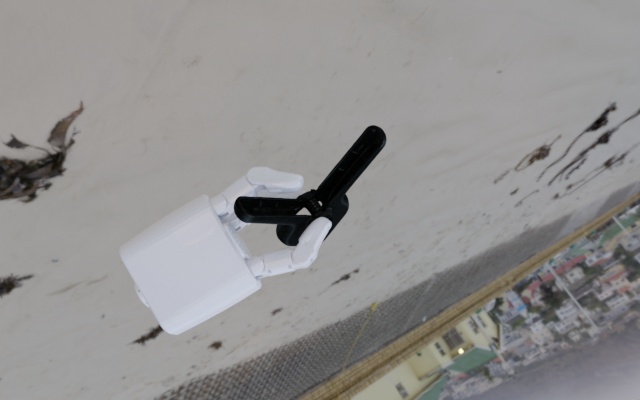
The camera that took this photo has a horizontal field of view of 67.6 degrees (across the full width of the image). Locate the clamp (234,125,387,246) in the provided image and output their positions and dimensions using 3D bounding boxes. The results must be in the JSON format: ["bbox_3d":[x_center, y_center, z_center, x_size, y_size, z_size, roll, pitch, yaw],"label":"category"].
[{"bbox_3d":[0.000,0.003,0.533,0.164,0.036,0.210,-31,-20,-6],"label":"clamp"}]
